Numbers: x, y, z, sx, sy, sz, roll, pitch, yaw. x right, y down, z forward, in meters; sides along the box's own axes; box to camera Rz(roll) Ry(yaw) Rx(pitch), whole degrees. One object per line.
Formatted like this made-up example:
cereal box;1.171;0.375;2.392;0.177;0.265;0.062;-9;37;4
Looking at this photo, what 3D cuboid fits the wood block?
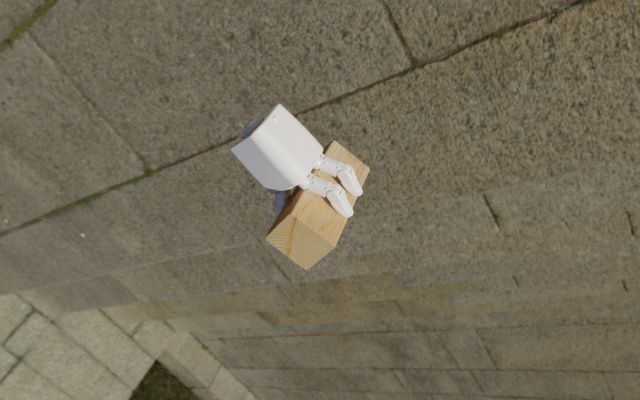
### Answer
wood block;0.000;0.003;0.817;0.090;0.206;0.091;38;-45;-9
